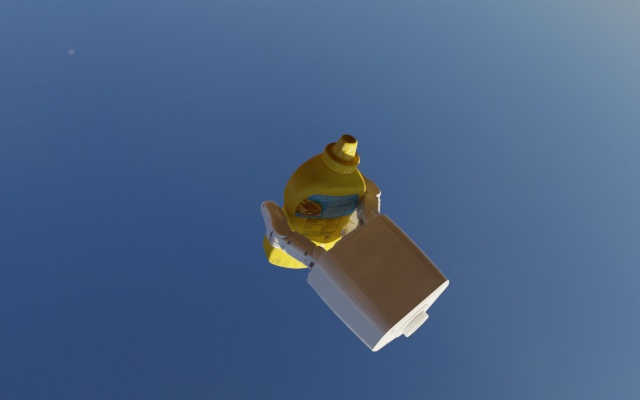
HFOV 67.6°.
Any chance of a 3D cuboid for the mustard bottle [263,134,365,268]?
[{"bbox_3d":[0.000,0.002,0.568,0.096,0.058,0.192,0,-44,-27],"label":"mustard bottle"}]
